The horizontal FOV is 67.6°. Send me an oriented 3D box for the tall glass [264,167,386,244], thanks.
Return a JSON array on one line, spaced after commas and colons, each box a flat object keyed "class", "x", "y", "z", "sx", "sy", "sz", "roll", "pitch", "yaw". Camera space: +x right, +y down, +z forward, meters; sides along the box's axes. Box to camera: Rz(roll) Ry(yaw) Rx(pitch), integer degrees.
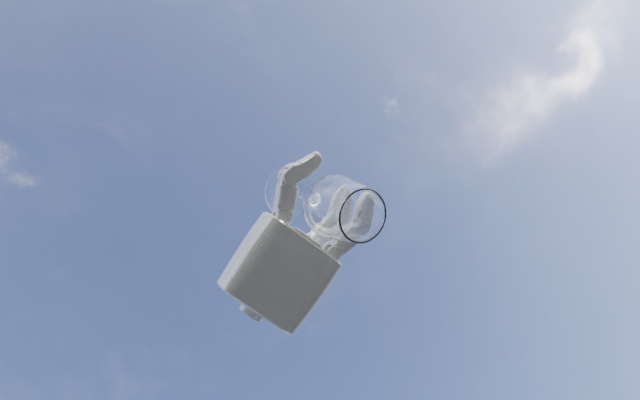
[{"class": "tall glass", "x": 0.000, "y": 0.002, "z": 0.605, "sx": 0.079, "sy": 0.079, "sz": 0.201, "roll": 0, "pitch": 8, "yaw": -29}]
